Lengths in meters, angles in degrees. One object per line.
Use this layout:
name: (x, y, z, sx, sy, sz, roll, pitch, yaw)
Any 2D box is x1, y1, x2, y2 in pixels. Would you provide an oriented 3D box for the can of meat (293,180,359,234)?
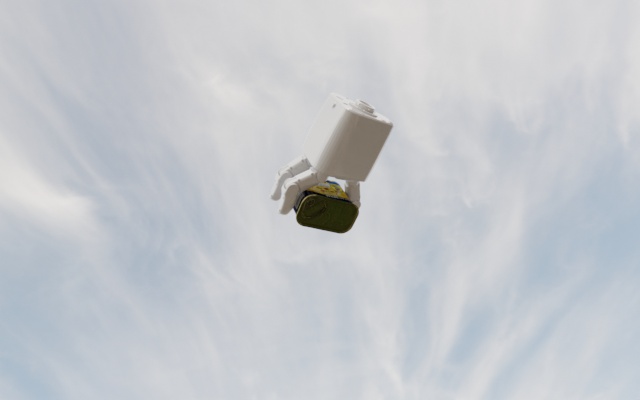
can of meat: (0.000, 0.002, 0.781, 0.102, 0.057, 0.084, 13, 25, -26)
